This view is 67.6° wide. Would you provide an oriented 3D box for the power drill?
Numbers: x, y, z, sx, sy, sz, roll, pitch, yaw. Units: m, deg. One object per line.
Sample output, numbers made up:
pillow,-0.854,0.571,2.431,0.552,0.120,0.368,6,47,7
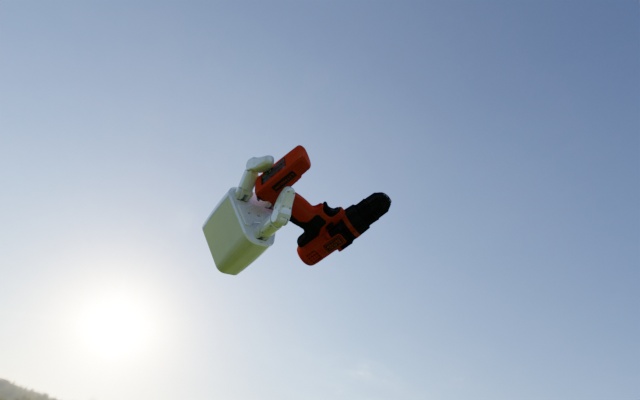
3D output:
power drill,0.000,0.002,0.777,0.184,0.188,0.057,-37,26,10
